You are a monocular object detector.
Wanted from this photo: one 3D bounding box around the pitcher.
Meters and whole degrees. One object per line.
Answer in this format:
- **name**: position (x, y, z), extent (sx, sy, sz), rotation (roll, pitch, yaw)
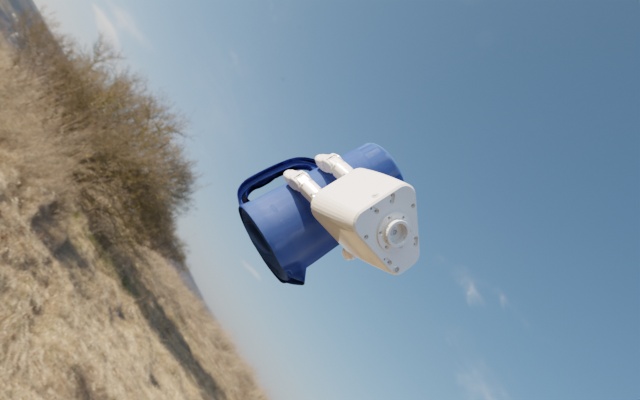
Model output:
- **pitcher**: position (0.000, 0.003, 0.739), extent (0.243, 0.149, 0.145), rotation (-31, 21, -17)
